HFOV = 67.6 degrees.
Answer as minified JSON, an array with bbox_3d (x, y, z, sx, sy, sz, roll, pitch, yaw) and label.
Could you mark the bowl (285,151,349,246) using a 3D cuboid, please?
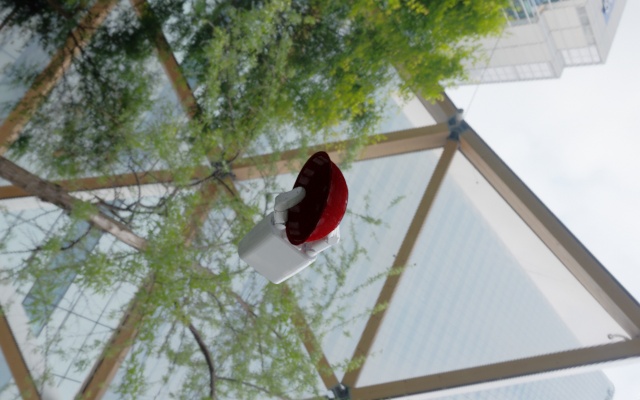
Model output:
[{"bbox_3d":[0.001,0.002,0.790,0.055,0.162,0.162,18,-7,-23],"label":"bowl"}]
